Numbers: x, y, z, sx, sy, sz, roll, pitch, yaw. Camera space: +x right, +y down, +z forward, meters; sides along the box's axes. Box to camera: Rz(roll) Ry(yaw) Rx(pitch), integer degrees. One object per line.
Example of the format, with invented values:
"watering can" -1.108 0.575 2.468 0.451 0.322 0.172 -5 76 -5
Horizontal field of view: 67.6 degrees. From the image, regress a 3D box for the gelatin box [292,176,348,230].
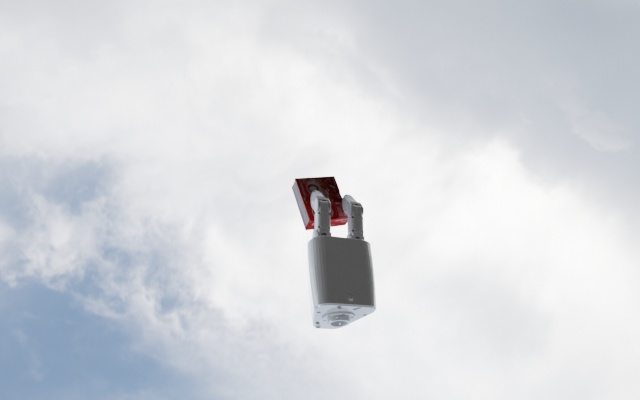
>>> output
"gelatin box" 0.000 0.003 0.792 0.073 0.089 0.030 -5 -33 -24
